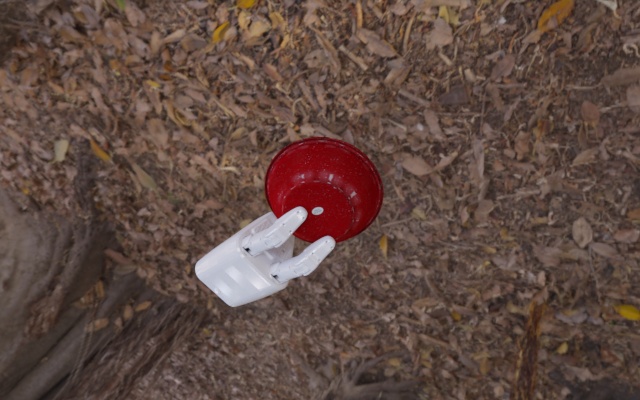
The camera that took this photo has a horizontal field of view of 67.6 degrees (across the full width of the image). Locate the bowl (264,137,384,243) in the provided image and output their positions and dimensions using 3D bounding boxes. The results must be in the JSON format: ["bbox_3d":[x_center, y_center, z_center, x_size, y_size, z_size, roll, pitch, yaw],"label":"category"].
[{"bbox_3d":[0.001,0.001,0.618,0.162,0.162,0.055,0,31,9],"label":"bowl"}]
